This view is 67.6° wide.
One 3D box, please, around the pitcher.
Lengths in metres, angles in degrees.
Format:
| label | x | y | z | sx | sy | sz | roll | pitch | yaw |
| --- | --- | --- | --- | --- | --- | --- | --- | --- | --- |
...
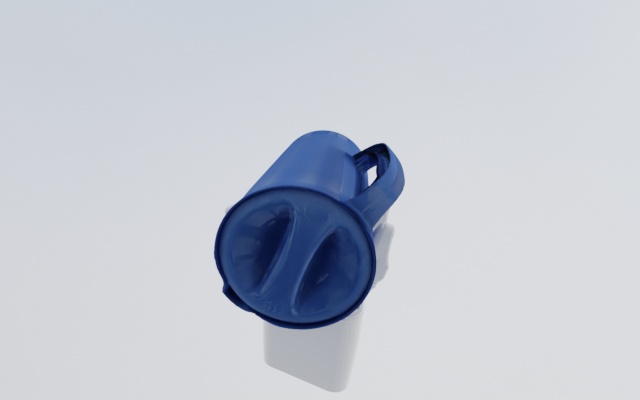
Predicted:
| label | x | y | z | sx | sy | sz | roll | pitch | yaw |
| --- | --- | --- | --- | --- | --- | --- | --- | --- | --- |
| pitcher | 0.000 | 0.002 | 0.487 | 0.149 | 0.145 | 0.242 | 6 | 23 | 5 |
